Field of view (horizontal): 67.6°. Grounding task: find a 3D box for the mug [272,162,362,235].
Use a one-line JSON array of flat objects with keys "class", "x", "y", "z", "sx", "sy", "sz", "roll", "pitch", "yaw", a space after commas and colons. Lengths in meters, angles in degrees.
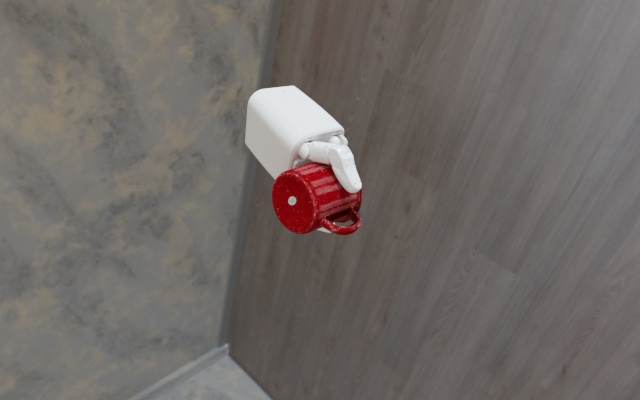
[{"class": "mug", "x": 0.001, "y": 0.003, "z": 0.603, "sx": 0.081, "sy": 0.093, "sz": 0.117, "roll": -20, "pitch": 57, "yaw": -44}]
